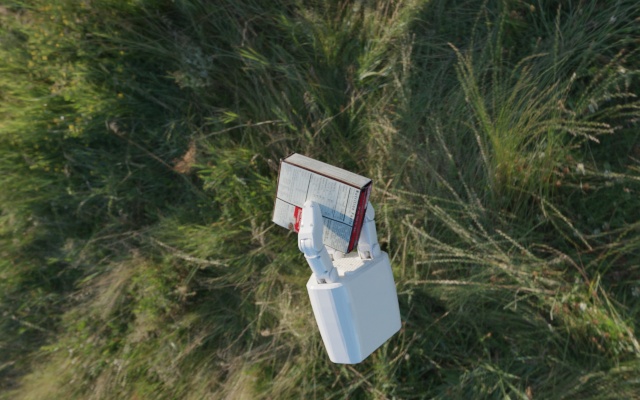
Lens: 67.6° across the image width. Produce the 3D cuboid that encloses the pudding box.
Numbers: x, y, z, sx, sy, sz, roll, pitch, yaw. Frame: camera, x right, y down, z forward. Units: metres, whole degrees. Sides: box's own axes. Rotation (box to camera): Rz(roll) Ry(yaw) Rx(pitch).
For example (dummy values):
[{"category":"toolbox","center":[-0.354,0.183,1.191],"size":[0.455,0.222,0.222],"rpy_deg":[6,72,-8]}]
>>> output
[{"category":"pudding box","center":[0.000,0.002,0.579],"size":[0.113,0.090,0.039],"rpy_deg":[21,26,19]}]
